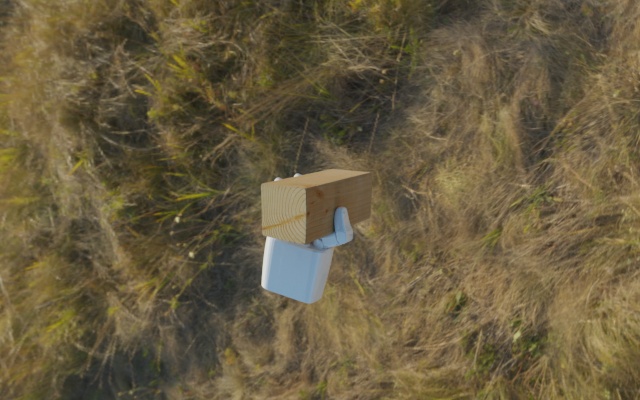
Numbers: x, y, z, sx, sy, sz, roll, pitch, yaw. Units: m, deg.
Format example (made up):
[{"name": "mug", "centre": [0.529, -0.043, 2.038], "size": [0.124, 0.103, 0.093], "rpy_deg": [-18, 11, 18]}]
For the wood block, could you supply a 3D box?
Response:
[{"name": "wood block", "centre": [0.000, 0.003, 0.828], "size": [0.091, 0.090, 0.206], "rpy_deg": [9, 15, 33]}]
